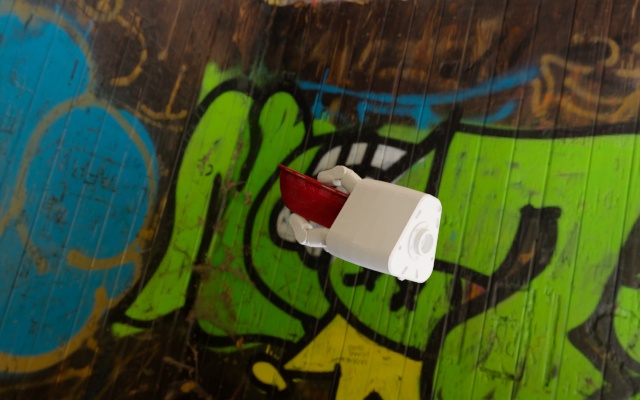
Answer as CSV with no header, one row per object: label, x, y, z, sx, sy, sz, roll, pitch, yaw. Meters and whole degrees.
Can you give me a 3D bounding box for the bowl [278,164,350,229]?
bowl,-0.001,0.002,0.714,0.162,0.055,0.162,24,3,-1
